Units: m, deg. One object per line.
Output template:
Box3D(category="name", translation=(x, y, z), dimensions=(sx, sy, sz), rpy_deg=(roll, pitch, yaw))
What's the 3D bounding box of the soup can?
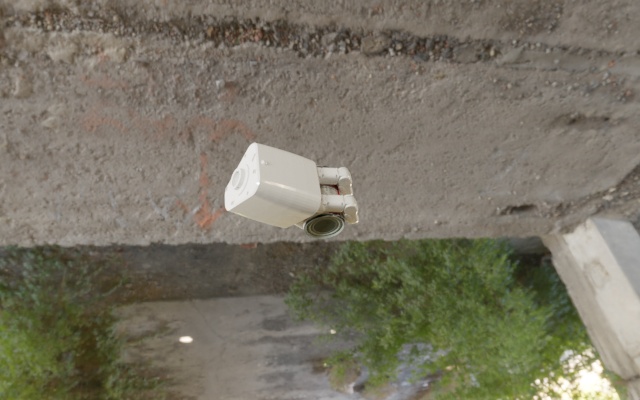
Box3D(category="soup can", translation=(0.001, 0.003, 0.778), dimensions=(0.068, 0.102, 0.069), rpy_deg=(-6, -36, -5))
